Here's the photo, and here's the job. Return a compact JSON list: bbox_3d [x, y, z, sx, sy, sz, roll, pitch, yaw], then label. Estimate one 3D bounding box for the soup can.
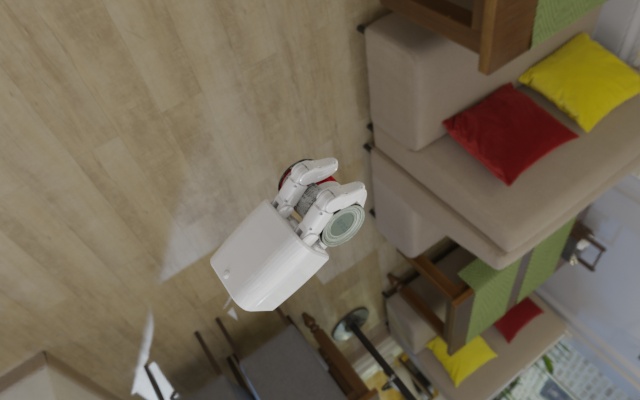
[{"bbox_3d":[0.001,0.002,0.608,0.068,0.068,0.102,0,36,-43],"label":"soup can"}]
